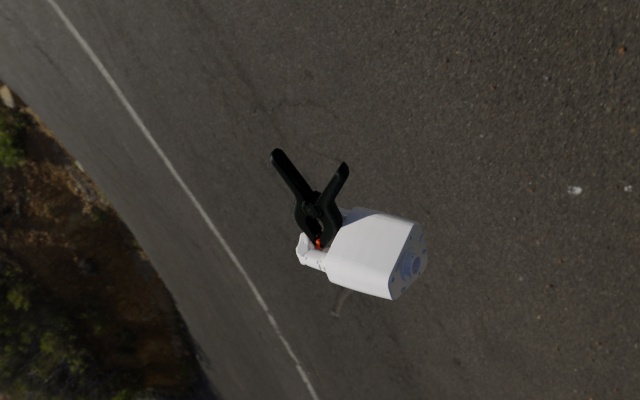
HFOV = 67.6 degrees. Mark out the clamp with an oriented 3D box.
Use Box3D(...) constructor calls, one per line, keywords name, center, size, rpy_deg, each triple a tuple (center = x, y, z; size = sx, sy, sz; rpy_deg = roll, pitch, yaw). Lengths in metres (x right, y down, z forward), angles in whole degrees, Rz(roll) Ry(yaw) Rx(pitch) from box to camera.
Box3D(name="clamp", center=(0.000, 0.003, 0.684), size=(0.120, 0.172, 0.039), rpy_deg=(12, 46, 37))
